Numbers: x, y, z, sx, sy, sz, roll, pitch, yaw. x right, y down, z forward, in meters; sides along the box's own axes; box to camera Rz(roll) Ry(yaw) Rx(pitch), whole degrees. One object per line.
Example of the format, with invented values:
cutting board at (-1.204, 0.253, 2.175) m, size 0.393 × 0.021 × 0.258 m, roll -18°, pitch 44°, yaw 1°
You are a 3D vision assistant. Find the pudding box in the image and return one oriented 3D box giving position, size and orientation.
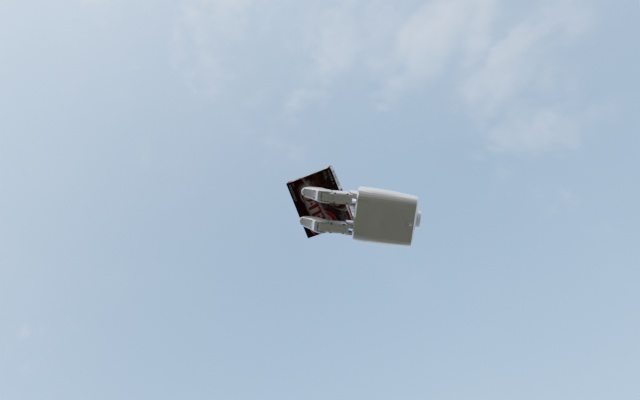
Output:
pudding box at (0.000, 0.003, 0.880) m, size 0.090 × 0.113 × 0.039 m, roll -20°, pitch 4°, yaw 14°
